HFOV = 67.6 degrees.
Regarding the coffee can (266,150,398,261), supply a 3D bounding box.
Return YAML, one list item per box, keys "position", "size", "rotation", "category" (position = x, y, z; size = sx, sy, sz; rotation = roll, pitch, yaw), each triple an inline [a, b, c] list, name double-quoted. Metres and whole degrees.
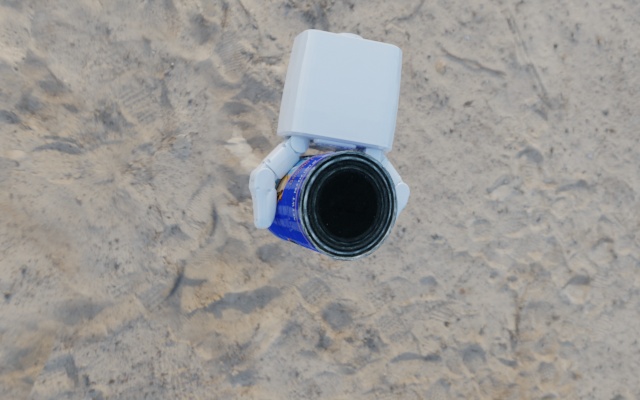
- position: [0.000, 0.002, 0.502]
  size: [0.103, 0.103, 0.140]
  rotation: [0, 3, -24]
  category: "coffee can"
